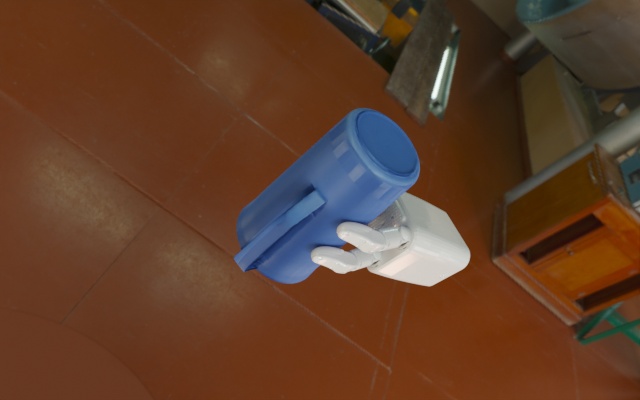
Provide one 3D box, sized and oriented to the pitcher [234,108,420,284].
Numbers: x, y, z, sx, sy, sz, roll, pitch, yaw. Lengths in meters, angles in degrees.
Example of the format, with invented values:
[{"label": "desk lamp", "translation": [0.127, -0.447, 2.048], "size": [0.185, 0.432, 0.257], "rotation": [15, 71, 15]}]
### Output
[{"label": "pitcher", "translation": [0.000, 0.002, 0.596], "size": [0.145, 0.149, 0.243], "rotation": [22, -44, -28]}]
